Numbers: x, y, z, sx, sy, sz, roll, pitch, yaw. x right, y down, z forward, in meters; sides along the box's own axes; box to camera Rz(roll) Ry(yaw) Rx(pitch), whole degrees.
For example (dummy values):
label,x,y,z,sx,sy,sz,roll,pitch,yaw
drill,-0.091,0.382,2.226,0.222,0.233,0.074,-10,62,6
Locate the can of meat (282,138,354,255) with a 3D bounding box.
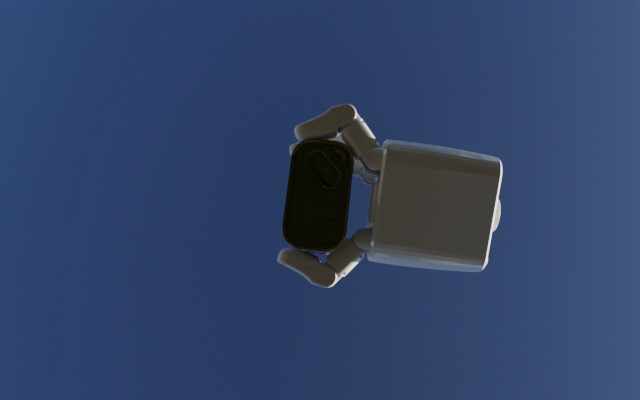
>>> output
label,x,y,z,sx,sy,sz,roll,pitch,yaw
can of meat,0.000,0.002,0.465,0.057,0.102,0.084,6,-10,4
